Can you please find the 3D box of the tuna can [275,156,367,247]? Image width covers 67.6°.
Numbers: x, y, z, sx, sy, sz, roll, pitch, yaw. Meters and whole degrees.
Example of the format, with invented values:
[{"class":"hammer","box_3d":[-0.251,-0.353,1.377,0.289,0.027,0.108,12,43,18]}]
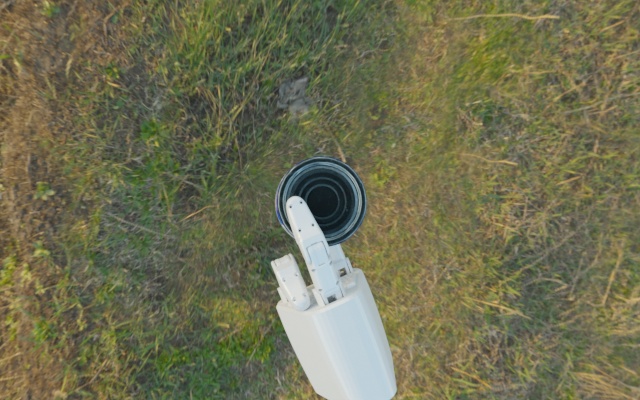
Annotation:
[{"class":"tuna can","box_3d":[0.000,0.001,0.453,0.086,0.086,0.034,0,-2,-7]}]
